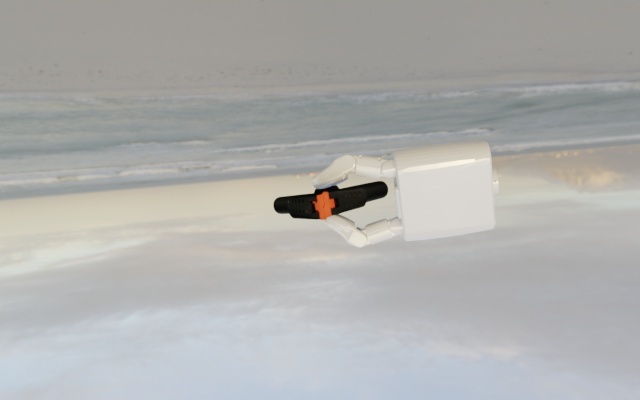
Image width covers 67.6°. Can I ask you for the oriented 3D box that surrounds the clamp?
[{"bbox_3d":[0.000,0.003,0.599,0.164,0.036,0.210,-10,3,10],"label":"clamp"}]
